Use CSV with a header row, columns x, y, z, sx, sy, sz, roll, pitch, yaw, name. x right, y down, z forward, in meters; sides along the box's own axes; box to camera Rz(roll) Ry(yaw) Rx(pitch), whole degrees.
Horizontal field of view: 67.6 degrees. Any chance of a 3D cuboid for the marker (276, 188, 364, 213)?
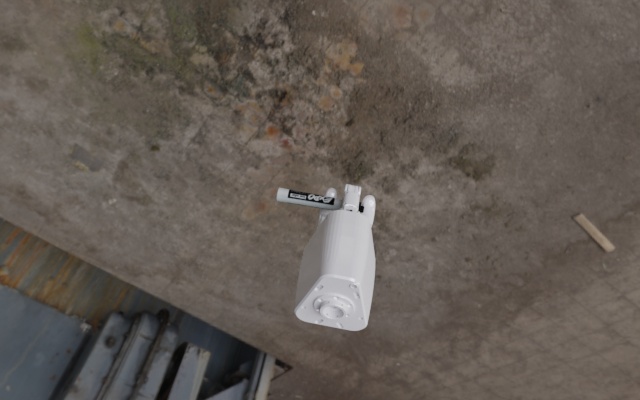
x,y,z,sx,sy,sz,roll,pitch,yaw,name
0.000,0.002,0.658,0.121,0.020,0.020,10,0,1,marker
